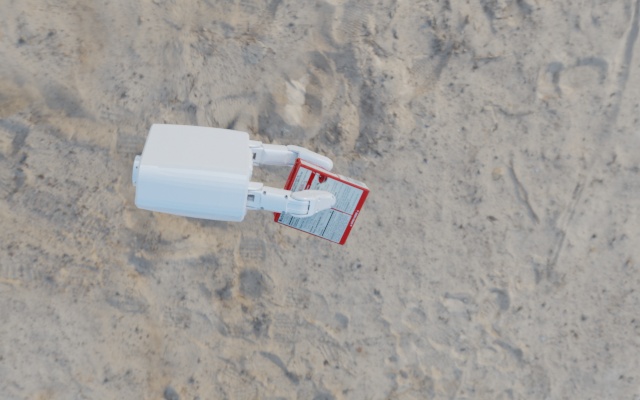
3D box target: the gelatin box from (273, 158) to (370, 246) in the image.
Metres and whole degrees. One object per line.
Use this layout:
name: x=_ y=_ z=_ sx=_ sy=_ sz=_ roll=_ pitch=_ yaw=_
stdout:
gelatin box: x=0.000 y=0.002 z=0.541 sx=0.089 sy=0.073 sz=0.030 roll=20 pitch=15 yaw=-13
